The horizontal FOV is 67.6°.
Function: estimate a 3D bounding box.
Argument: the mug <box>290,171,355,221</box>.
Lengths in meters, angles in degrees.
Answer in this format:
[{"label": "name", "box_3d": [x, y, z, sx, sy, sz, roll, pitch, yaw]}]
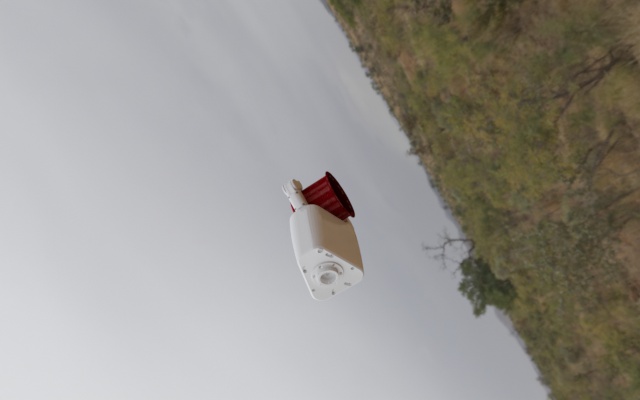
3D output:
[{"label": "mug", "box_3d": [0.000, 0.002, 0.839, 0.081, 0.093, 0.117, -32, 32, 13]}]
